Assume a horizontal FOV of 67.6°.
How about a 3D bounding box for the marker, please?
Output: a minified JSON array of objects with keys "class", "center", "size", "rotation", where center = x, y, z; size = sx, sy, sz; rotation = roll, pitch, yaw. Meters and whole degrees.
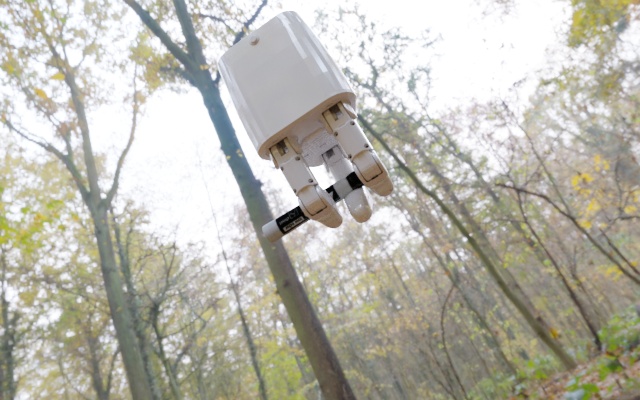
[{"class":"marker","center":[0.000,0.002,0.445],"size":[0.121,0.020,0.020],"rotation":[-32,-6,9]}]
